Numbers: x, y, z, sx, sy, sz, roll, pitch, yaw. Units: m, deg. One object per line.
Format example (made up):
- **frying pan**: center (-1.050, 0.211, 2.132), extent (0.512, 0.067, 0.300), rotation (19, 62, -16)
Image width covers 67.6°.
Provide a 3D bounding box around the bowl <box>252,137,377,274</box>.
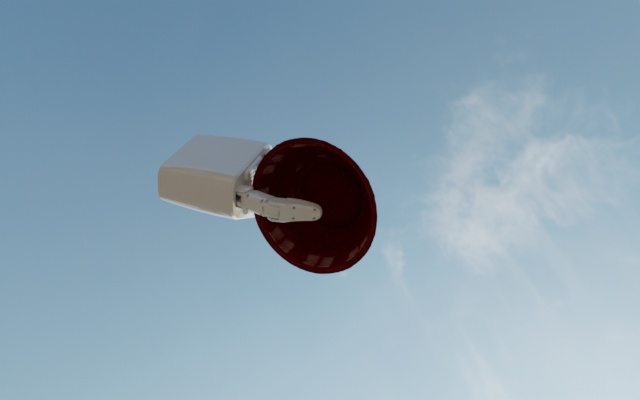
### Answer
- **bowl**: center (0.001, 0.002, 0.561), extent (0.162, 0.162, 0.055), rotation (0, 16, 29)
